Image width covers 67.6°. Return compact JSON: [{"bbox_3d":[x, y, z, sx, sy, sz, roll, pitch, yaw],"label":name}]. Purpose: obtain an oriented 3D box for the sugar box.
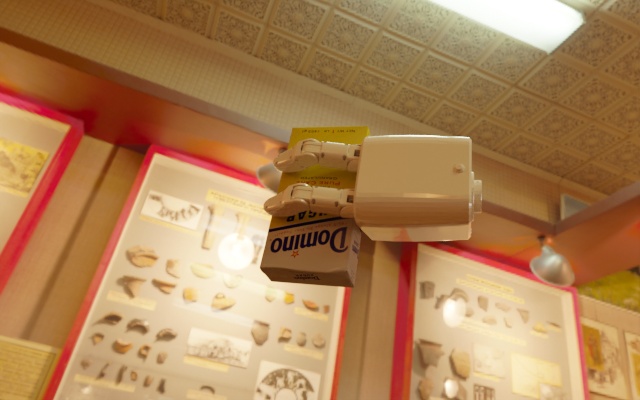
[{"bbox_3d":[0.000,0.001,0.515,0.093,0.176,0.048,1,-31,17],"label":"sugar box"}]
